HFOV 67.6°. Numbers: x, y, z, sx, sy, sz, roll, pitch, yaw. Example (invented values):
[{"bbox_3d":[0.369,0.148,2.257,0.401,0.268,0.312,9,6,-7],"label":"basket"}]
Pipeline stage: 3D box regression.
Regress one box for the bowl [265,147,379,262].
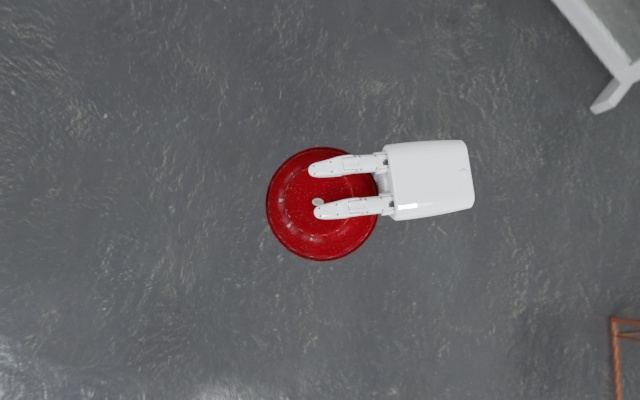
[{"bbox_3d":[-0.001,0.003,0.643,0.162,0.162,0.055,0,-5,5],"label":"bowl"}]
